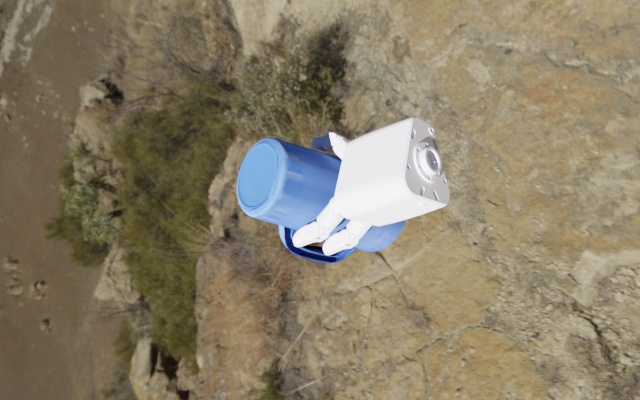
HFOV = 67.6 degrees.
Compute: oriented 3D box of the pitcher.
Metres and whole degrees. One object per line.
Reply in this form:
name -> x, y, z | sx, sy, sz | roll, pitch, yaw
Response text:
pitcher -> 0.000, 0.002, 0.699 | 0.243, 0.149, 0.145 | 16, -22, -41
